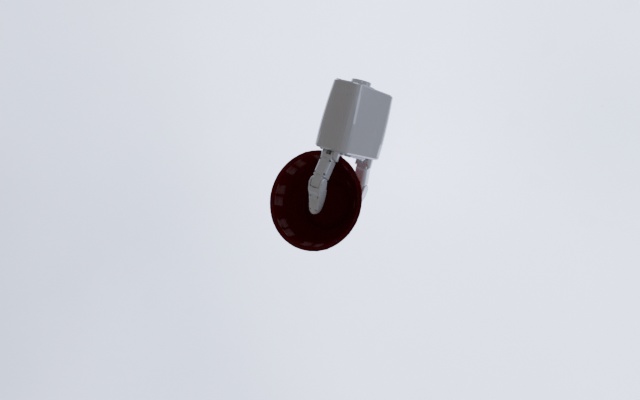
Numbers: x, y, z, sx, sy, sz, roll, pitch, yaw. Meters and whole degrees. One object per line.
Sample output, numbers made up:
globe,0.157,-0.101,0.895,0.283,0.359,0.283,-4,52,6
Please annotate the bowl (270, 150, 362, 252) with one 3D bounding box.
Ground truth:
bowl,0.000,0.004,0.774,0.162,0.162,0.055,0,-7,25
